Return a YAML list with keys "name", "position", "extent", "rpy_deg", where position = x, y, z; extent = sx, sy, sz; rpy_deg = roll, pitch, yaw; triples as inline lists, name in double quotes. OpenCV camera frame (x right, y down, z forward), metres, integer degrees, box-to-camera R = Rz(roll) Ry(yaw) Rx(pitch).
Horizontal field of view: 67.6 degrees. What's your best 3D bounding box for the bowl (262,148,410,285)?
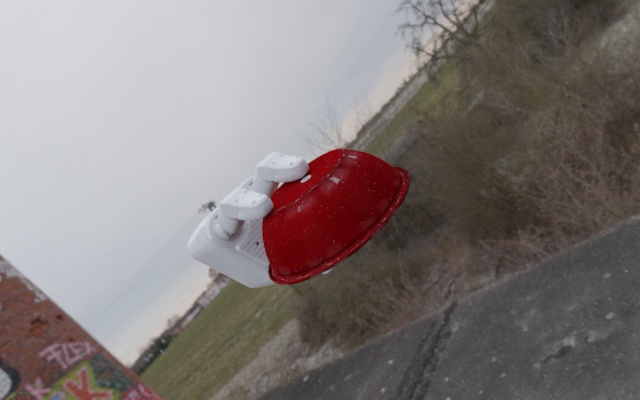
- name: "bowl"
  position: [0.001, 0.001, 0.441]
  extent: [0.162, 0.055, 0.162]
  rpy_deg: [-34, 17, 12]
